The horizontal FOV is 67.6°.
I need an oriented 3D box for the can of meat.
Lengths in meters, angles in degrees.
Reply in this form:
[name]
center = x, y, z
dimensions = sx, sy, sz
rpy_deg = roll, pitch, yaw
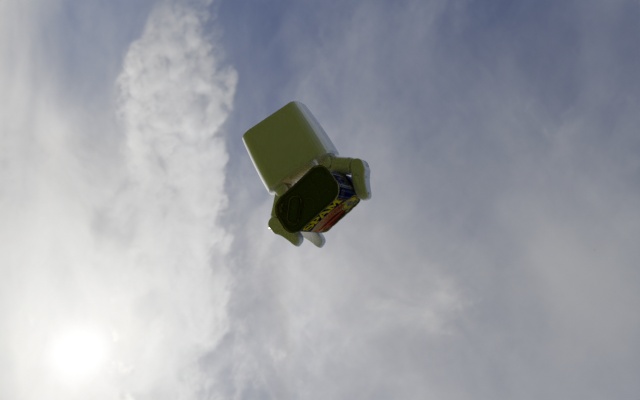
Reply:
[can of meat]
center = 0.000, 0.002, 0.676
dimensions = 0.102, 0.057, 0.084
rpy_deg = -42, -23, 20
